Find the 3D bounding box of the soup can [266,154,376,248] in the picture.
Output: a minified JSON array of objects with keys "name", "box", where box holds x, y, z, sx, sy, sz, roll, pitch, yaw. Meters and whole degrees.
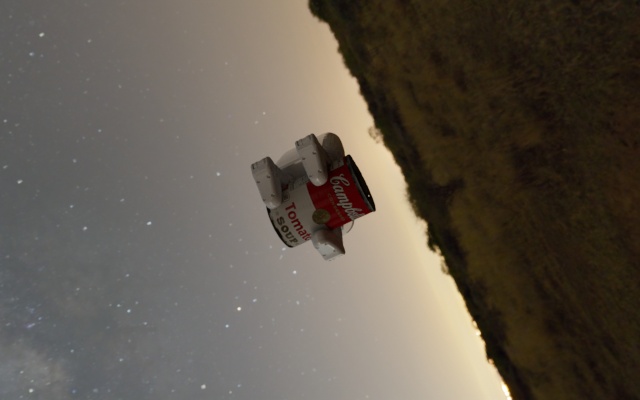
[{"name":"soup can","box":[0.000,0.002,0.520,0.102,0.068,0.068,-25,-5,12]}]
